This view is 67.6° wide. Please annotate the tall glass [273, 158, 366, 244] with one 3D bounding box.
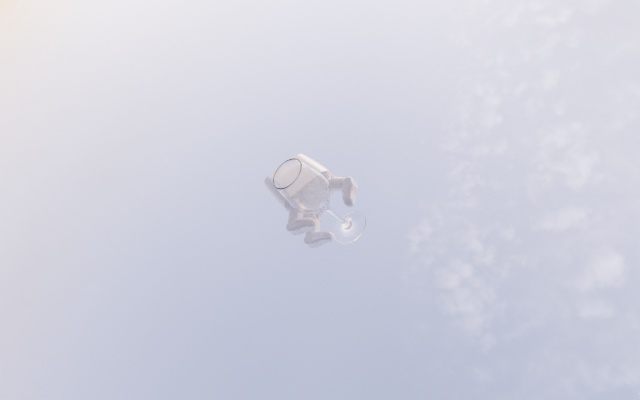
[{"bbox_3d":[0.001,0.003,0.870,0.079,0.079,0.201,0,-29,40],"label":"tall glass"}]
